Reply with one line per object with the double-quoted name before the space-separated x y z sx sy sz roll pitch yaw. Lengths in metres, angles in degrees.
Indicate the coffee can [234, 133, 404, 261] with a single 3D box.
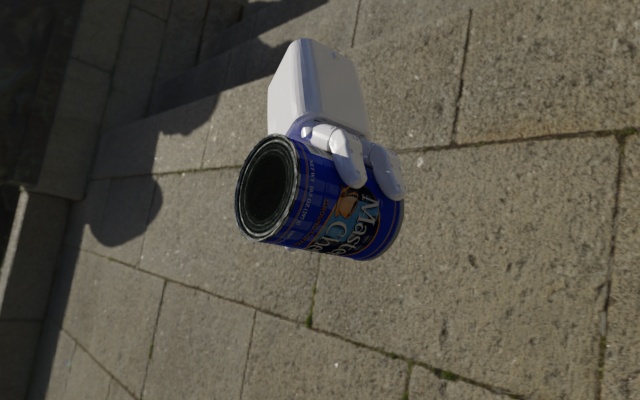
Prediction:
"coffee can" 0.000 0.002 0.480 0.140 0.103 0.103 15 -10 -39
